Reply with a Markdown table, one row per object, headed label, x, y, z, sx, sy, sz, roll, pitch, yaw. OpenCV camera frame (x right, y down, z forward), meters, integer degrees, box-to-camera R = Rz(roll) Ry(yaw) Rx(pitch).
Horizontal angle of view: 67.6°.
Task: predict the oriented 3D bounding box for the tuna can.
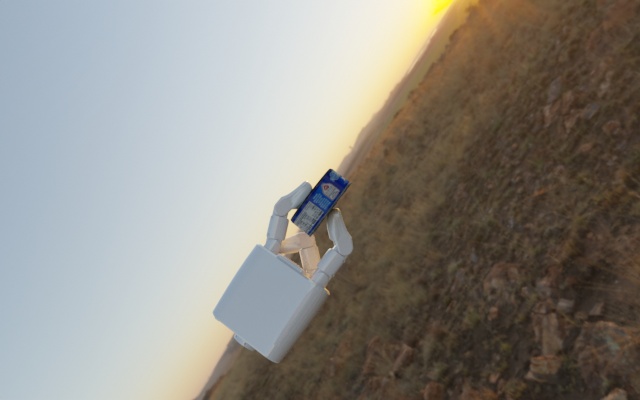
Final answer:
| label | x | y | z | sx | sy | sz | roll | pitch | yaw |
| --- | --- | --- | --- | --- | --- | --- | --- | --- | --- |
| tuna can | 0.000 | 0.002 | 0.598 | 0.034 | 0.086 | 0.086 | 37 | 1 | 1 |
